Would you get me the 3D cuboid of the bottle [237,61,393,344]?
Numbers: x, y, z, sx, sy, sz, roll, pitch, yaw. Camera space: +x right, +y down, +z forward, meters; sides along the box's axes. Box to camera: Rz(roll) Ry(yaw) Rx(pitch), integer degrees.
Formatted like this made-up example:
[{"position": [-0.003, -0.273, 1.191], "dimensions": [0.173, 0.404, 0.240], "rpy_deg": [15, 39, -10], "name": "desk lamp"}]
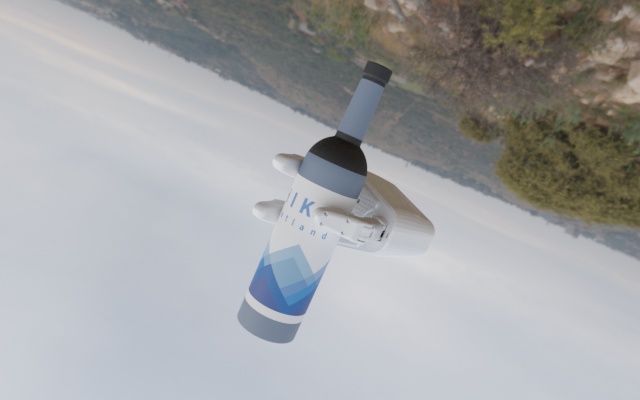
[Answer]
[{"position": [0.000, 0.002, 0.491], "dimensions": [0.069, 0.296, 0.069], "rpy_deg": [23, 8, -4], "name": "bottle"}]
